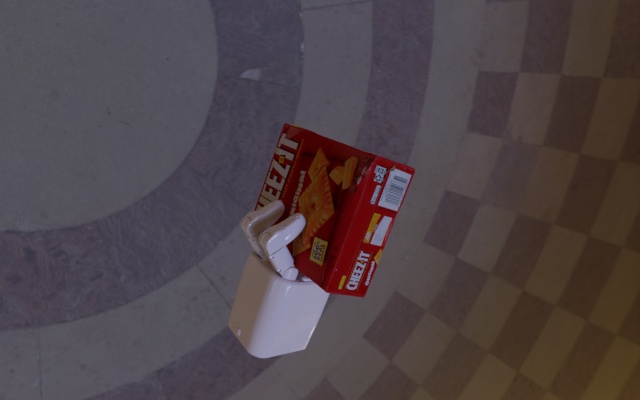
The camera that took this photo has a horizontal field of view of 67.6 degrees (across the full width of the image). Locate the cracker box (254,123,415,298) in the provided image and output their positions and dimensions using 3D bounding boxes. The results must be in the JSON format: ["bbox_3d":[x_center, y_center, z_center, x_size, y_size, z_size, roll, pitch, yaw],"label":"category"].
[{"bbox_3d":[0.000,0.002,0.614,0.072,0.164,0.213,16,8,-37],"label":"cracker box"}]
